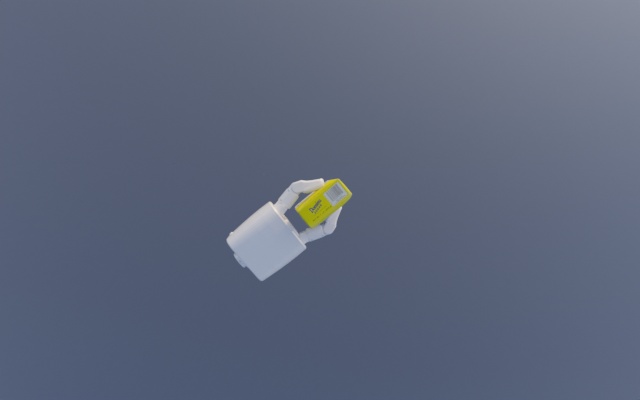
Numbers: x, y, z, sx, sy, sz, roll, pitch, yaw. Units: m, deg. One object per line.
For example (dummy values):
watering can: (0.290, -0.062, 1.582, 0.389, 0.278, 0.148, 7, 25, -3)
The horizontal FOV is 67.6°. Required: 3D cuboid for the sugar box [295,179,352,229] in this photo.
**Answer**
sugar box: (0.000, 0.003, 0.896, 0.093, 0.048, 0.176, -39, 7, -4)
